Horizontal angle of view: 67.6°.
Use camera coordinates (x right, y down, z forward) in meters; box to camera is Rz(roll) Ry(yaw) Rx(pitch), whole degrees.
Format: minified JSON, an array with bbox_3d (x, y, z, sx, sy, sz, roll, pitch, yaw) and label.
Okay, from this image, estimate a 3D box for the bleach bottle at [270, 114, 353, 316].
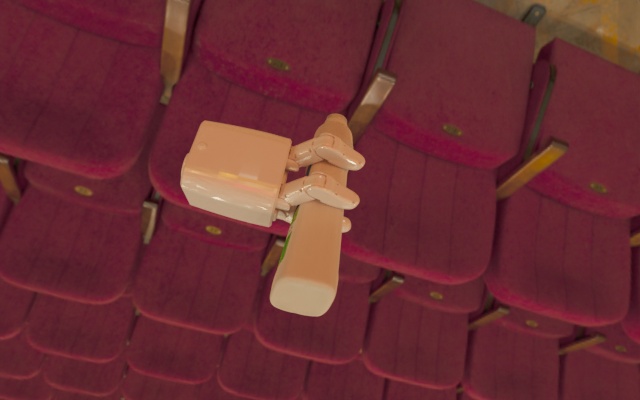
[{"bbox_3d":[0.000,0.002,0.574,0.068,0.250,0.103,14,-33,-5],"label":"bleach bottle"}]
